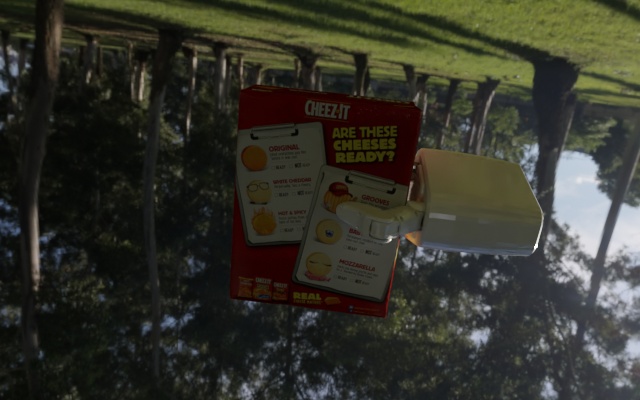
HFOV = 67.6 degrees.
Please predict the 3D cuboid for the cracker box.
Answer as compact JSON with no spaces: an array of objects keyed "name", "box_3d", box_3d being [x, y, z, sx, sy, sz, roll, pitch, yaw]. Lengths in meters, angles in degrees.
[{"name":"cracker box","box_3d":[0.000,0.002,0.479,0.164,0.214,0.072,7,19,1]}]
